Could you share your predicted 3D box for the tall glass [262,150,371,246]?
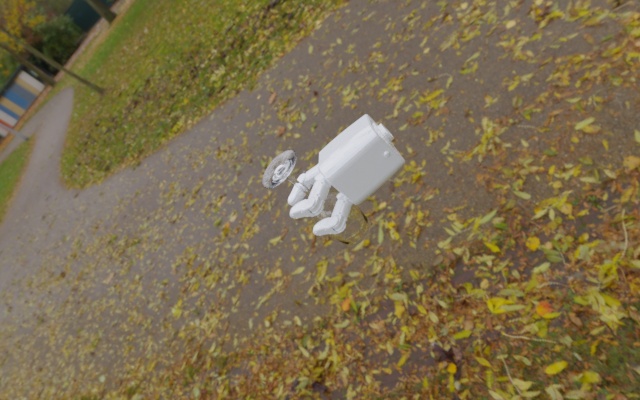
[{"bbox_3d":[0.000,0.002,0.803,0.201,0.079,0.079,39,-24,-32],"label":"tall glass"}]
